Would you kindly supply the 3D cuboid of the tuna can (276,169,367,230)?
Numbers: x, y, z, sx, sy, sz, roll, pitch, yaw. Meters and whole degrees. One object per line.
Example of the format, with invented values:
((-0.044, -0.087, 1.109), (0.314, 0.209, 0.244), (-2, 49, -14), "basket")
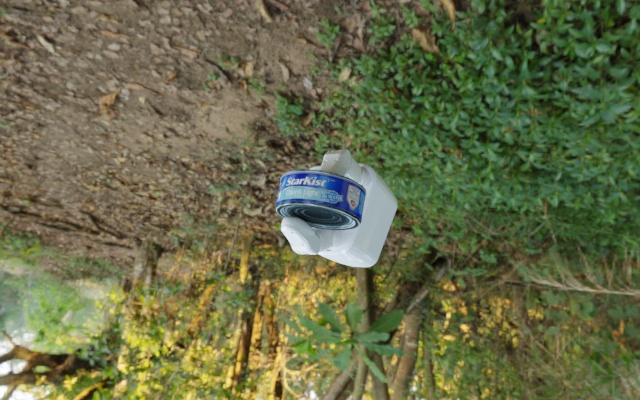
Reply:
((0.000, 0.002, 0.464), (0.086, 0.033, 0.086), (9, -17, 3), "tuna can")
